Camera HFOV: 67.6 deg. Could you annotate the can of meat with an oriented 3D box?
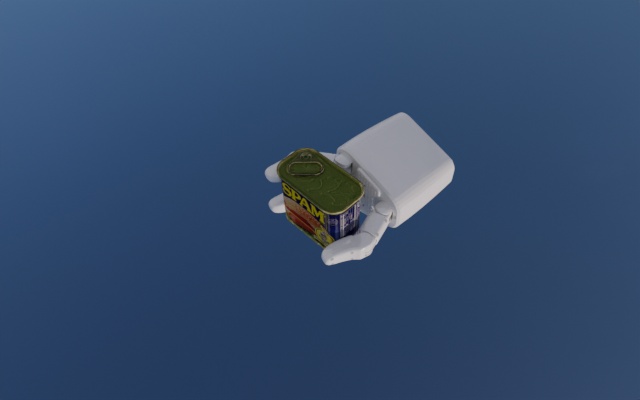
[{"bbox_3d":[0.000,0.002,0.553,0.057,0.084,0.102,-38,59,-25],"label":"can of meat"}]
